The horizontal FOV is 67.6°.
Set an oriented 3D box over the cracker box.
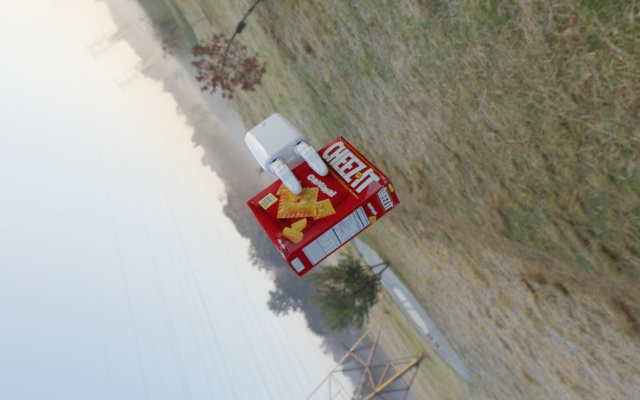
[{"bbox_3d":[0.000,0.003,0.827,0.164,0.213,0.072,49,-7,42],"label":"cracker box"}]
